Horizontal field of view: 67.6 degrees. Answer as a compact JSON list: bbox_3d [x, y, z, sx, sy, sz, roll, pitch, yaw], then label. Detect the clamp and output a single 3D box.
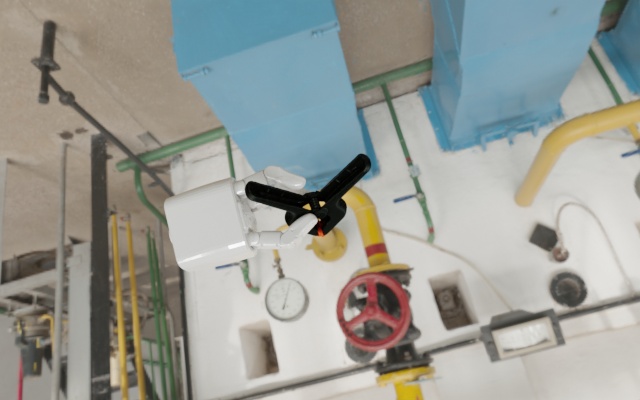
[{"bbox_3d":[0.000,0.003,0.686,0.164,0.036,0.210,-16,-25,5],"label":"clamp"}]
